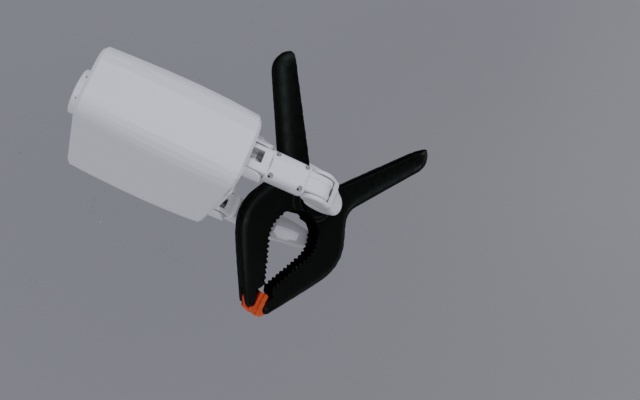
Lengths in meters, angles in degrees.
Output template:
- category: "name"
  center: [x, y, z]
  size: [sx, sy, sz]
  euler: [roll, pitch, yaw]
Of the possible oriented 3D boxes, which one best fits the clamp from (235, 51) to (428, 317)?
- category: "clamp"
  center: [0.000, 0.002, 0.402]
  size: [0.164, 0.210, 0.036]
  euler: [25, -12, -19]
